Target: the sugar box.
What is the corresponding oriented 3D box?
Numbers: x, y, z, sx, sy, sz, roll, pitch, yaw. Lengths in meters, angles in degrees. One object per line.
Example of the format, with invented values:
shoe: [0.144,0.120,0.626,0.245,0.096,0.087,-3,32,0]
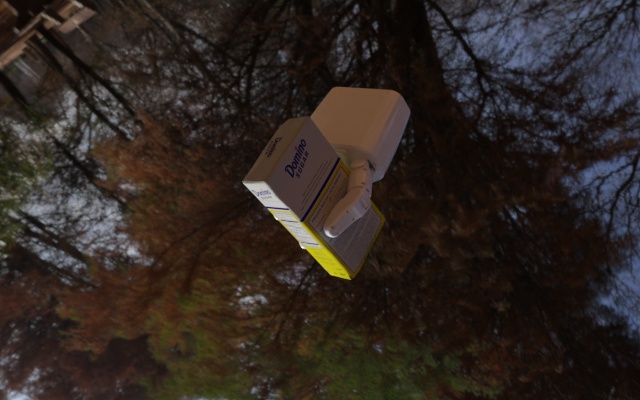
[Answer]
sugar box: [0.000,0.002,0.534,0.048,0.093,0.176,1,-39,46]
